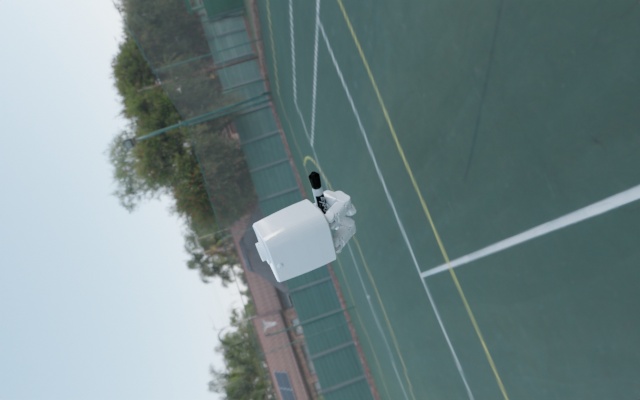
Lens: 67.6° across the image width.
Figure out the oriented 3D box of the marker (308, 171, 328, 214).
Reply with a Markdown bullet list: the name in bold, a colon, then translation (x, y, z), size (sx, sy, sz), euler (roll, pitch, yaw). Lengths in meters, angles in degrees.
- **marker**: translation (0.000, 0.003, 0.806), size (0.020, 0.121, 0.020), euler (-9, 37, 7)
